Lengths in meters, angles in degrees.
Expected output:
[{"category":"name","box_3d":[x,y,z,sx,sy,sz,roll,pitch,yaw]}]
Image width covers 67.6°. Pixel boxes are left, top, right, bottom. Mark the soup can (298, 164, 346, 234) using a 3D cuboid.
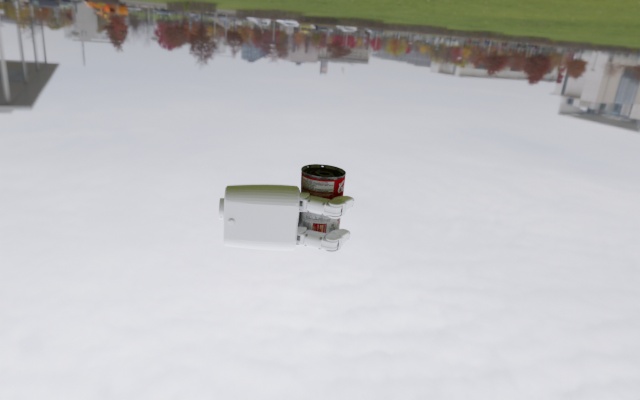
[{"category":"soup can","box_3d":[0.001,0.003,0.731,0.068,0.102,0.068,5,20,-2]}]
